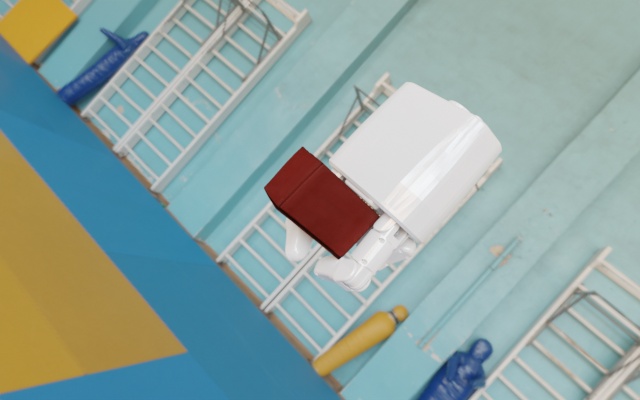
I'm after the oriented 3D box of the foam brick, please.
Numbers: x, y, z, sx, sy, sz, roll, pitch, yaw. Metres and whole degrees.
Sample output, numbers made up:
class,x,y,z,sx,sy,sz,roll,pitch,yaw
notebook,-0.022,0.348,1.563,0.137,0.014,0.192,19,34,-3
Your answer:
class,x,y,z,sx,sy,sz,roll,pitch,yaw
foam brick,0.000,0.001,0.405,0.078,0.051,0.053,41,3,-29
